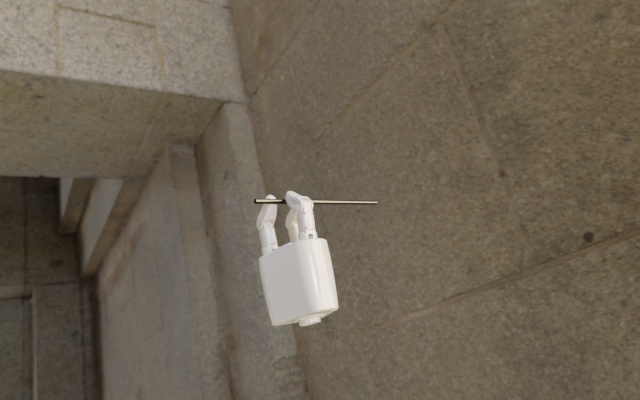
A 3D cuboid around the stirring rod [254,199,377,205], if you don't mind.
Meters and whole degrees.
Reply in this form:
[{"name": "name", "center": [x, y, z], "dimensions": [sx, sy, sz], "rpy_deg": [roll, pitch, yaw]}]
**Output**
[{"name": "stirring rod", "center": [0.000, 0.003, 0.793], "dimensions": [0.239, 0.011, 0.011], "rpy_deg": [1, -1, -34]}]
